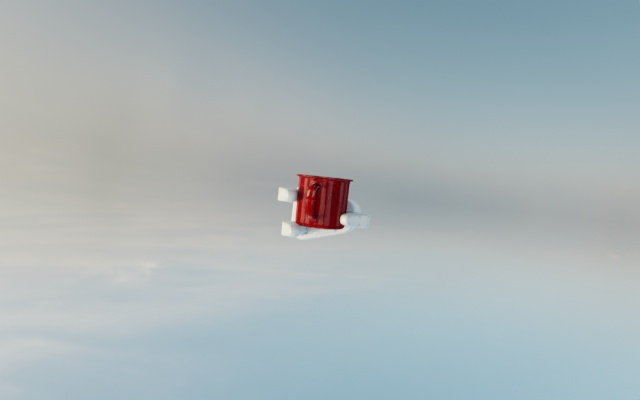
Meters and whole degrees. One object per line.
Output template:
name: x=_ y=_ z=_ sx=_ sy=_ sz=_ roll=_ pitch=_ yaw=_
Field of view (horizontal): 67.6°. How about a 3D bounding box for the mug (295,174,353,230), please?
mug: x=0.000 y=0.003 z=0.758 sx=0.093 sy=0.081 sz=0.117 roll=7 pitch=2 yaw=13
